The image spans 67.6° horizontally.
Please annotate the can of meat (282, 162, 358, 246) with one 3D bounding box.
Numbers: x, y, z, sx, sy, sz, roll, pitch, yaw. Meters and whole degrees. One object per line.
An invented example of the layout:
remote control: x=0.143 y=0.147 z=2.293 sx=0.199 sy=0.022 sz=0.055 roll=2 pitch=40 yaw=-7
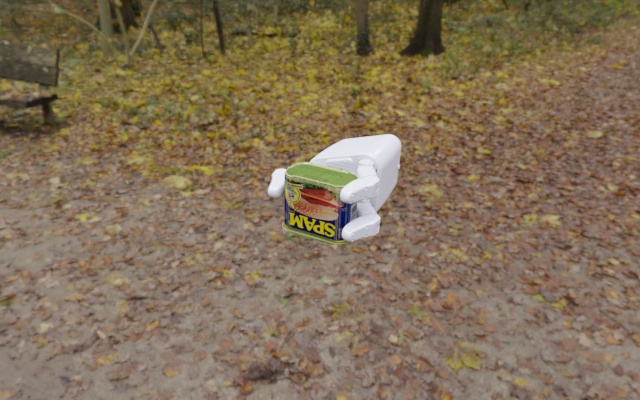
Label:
can of meat: x=0.000 y=0.002 z=0.634 sx=0.102 sy=0.084 sz=0.057 roll=15 pitch=30 yaw=24
